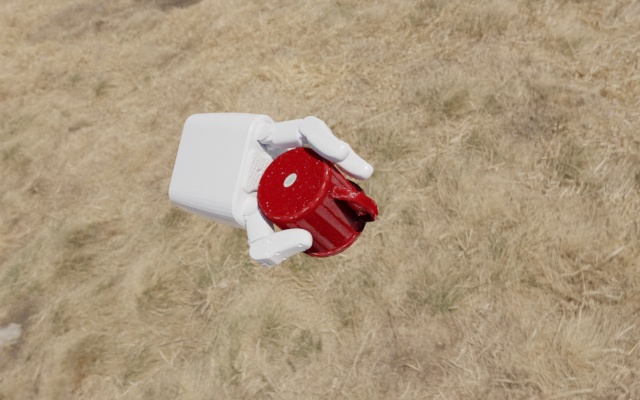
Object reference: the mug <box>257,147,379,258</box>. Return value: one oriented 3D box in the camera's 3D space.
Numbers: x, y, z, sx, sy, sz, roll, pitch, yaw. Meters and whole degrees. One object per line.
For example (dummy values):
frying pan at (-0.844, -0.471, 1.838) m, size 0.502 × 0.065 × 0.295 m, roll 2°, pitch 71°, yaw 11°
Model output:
mug at (0.001, 0.002, 0.470) m, size 0.117 × 0.093 × 0.081 m, roll 9°, pitch -21°, yaw 34°
